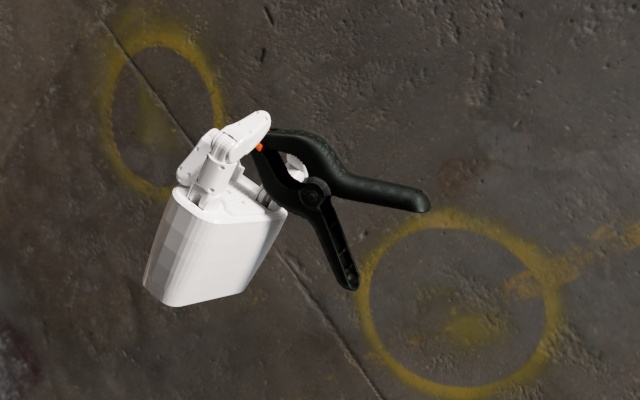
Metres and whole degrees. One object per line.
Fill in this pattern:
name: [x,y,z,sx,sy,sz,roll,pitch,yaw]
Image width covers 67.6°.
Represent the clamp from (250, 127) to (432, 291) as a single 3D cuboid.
clamp: [0.000,0.001,0.431,0.171,0.120,0.039,34,23,14]
